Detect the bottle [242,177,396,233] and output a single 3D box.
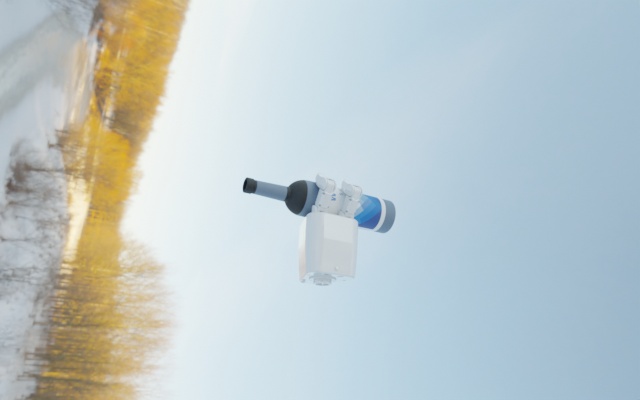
[{"bbox_3d":[0.000,0.003,0.879,0.296,0.069,0.069,13,-6,-26],"label":"bottle"}]
